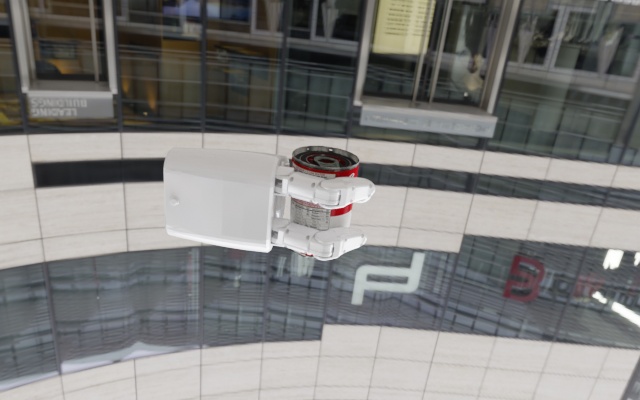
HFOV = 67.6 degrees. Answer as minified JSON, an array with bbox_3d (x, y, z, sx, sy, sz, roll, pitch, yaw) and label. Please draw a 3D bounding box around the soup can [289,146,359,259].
[{"bbox_3d":[0.001,0.002,0.498,0.068,0.102,0.068,6,23,-2],"label":"soup can"}]
